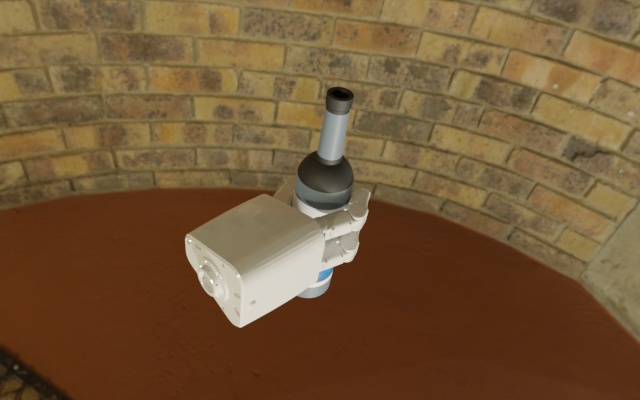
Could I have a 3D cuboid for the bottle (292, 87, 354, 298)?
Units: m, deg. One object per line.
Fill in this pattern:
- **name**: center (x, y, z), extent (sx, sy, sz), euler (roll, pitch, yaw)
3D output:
- **bottle**: center (0.000, 0.002, 0.570), extent (0.069, 0.296, 0.069), euler (6, 42, -5)
